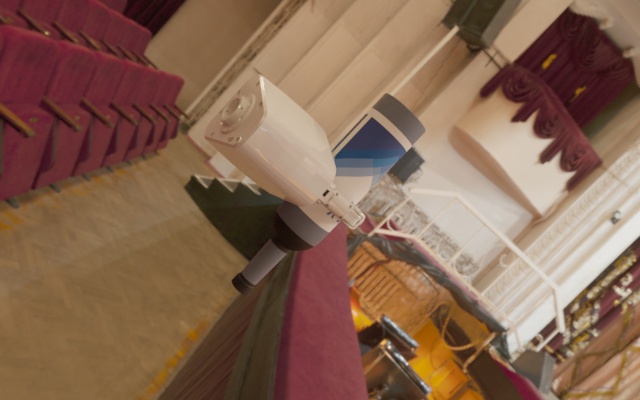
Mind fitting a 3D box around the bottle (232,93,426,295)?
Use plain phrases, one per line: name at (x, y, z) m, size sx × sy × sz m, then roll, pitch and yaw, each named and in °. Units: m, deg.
bottle at (0.000, 0.002, 0.580) m, size 0.069 × 0.296 × 0.069 m, roll 43°, pitch 5°, yaw -5°
